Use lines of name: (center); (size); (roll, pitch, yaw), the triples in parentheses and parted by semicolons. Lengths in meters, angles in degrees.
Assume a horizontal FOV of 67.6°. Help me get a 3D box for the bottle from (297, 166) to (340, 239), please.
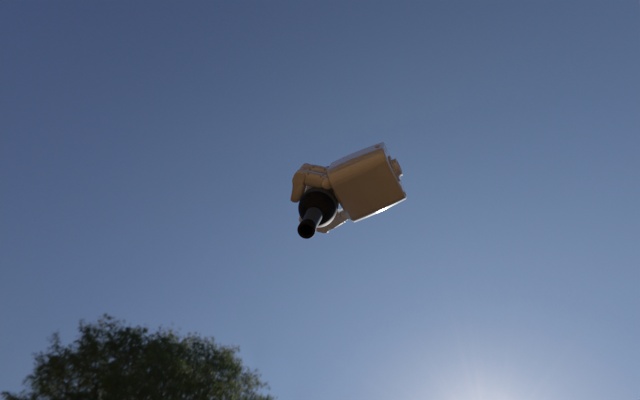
bottle: (0.000, 0.003, 0.853); (0.069, 0.069, 0.295); (0, 17, 9)
